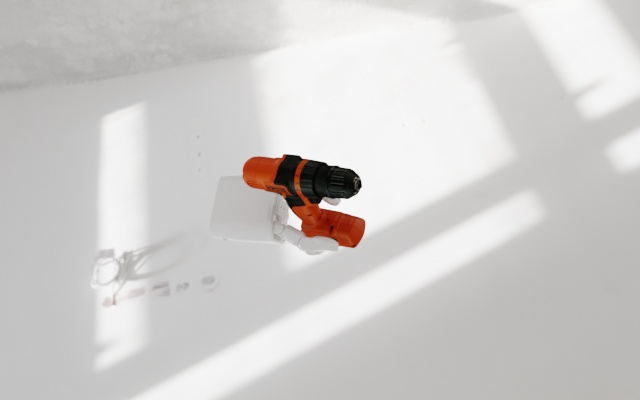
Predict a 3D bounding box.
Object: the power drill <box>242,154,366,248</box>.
[{"bbox_3d":[0.000,0.003,0.694,0.184,0.057,0.188,11,-26,33],"label":"power drill"}]
